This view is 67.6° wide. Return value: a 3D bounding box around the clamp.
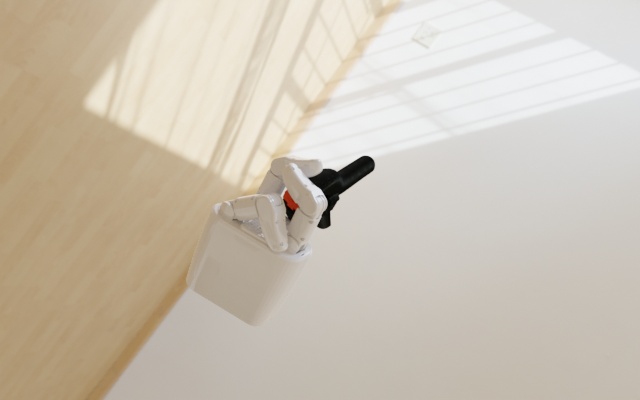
[{"bbox_3d":[0.001,0.002,0.585,0.039,0.120,0.171,38,26,20],"label":"clamp"}]
